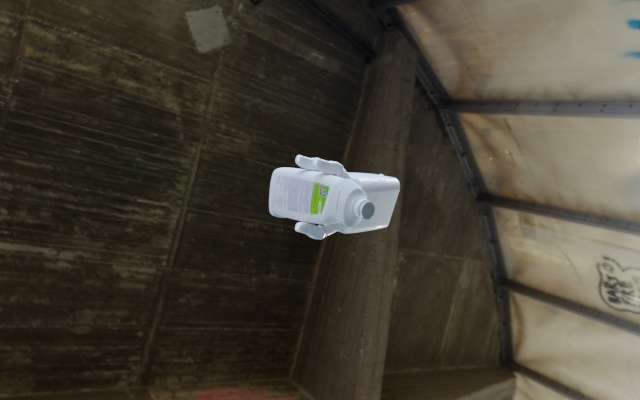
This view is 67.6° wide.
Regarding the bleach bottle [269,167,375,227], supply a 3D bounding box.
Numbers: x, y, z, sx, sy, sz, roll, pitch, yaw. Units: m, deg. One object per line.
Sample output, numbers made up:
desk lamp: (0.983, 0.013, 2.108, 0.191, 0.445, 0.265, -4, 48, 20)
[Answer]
bleach bottle: (0.000, 0.003, 0.840, 0.068, 0.102, 0.251, -3, 12, -36)
